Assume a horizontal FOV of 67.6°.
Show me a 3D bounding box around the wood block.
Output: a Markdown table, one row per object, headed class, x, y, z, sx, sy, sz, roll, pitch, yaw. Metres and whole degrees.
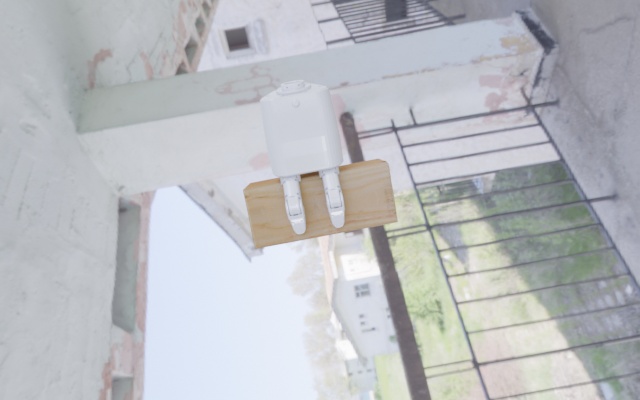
| class | x | y | z | sx | sy | sz | roll | pitch | yaw |
| --- | --- | --- | --- | --- | --- | --- | --- | --- | --- |
| wood block | 0.000 | 0.002 | 0.712 | 0.206 | 0.090 | 0.091 | -10 | 9 | 0 |
